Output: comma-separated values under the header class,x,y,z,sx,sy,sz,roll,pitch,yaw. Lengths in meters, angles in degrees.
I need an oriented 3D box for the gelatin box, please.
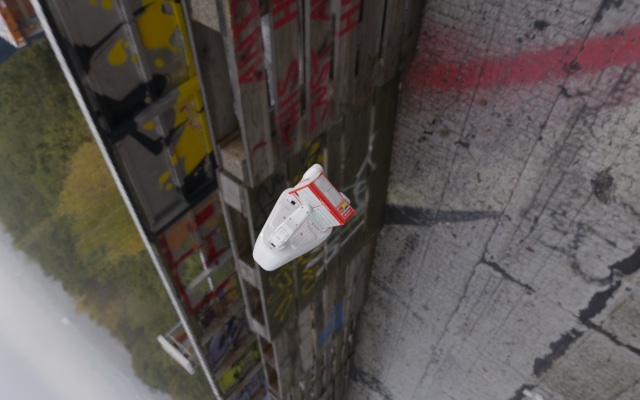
class,x,y,z,sx,sy,sz,roll,pitch,yaw
gelatin box,0.000,0.002,0.670,0.030,0.073,0.089,-44,10,-22
